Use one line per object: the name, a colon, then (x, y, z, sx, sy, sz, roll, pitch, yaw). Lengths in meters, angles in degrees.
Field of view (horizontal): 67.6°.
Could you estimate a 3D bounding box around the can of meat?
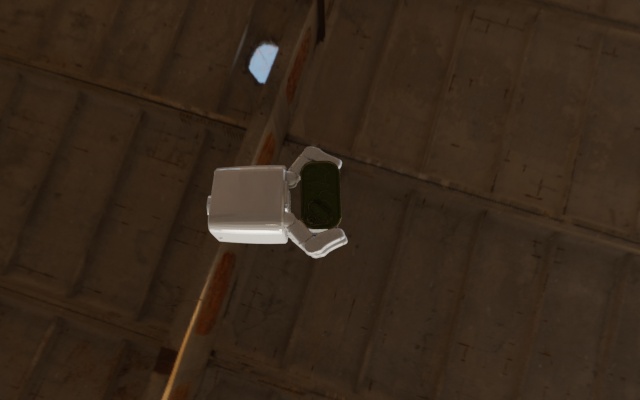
can of meat: (0.000, 0.002, 0.718, 0.057, 0.102, 0.084, -2, -16, -1)
